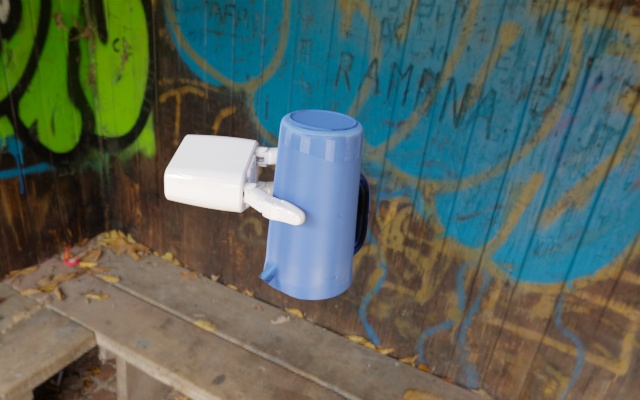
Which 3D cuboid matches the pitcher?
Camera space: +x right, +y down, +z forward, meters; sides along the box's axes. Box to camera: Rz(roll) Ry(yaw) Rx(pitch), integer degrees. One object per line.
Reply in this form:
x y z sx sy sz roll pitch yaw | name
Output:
0.000 0.002 0.669 0.145 0.243 0.149 8 25 4 | pitcher
